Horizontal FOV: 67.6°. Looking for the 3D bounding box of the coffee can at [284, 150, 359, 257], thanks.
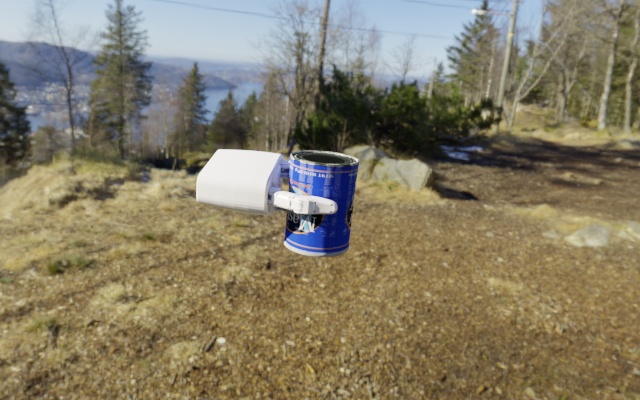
[{"bbox_3d":[0.000,0.003,0.727,0.103,0.140,0.102,5,16,-1],"label":"coffee can"}]
